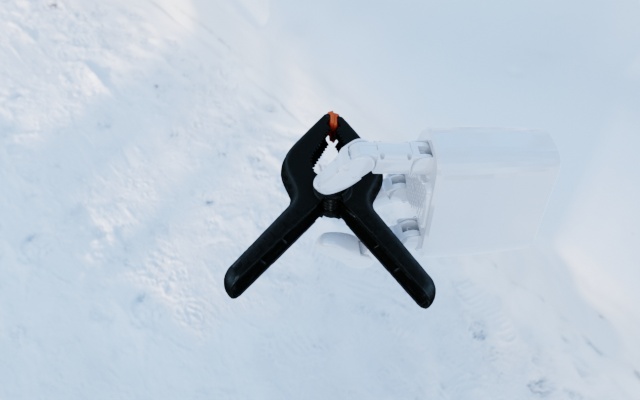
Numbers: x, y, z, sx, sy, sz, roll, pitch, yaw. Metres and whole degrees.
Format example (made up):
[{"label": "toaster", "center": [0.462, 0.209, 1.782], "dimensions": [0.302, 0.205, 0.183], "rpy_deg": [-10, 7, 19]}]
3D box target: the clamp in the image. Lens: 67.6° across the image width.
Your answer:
[{"label": "clamp", "center": [0.000, 0.000, 0.423], "dimensions": [0.164, 0.209, 0.036], "rpy_deg": [-1, -38, -7]}]
